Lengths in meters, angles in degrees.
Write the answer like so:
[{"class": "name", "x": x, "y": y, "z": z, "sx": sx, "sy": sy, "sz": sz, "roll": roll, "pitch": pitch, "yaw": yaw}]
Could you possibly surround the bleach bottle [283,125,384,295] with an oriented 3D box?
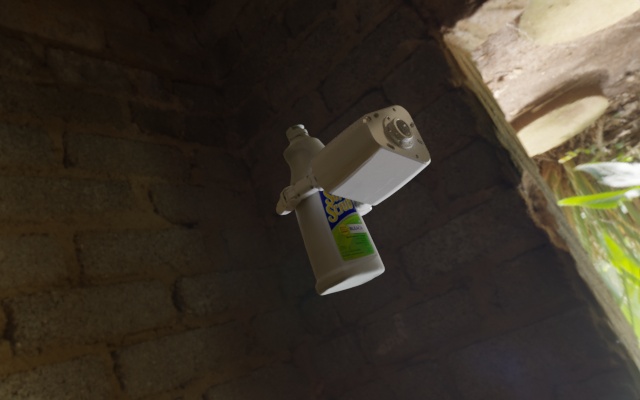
[{"class": "bleach bottle", "x": 0.000, "y": 0.002, "z": 0.687, "sx": 0.102, "sy": 0.250, "sz": 0.068, "roll": -5, "pitch": -24, "yaw": -43}]
